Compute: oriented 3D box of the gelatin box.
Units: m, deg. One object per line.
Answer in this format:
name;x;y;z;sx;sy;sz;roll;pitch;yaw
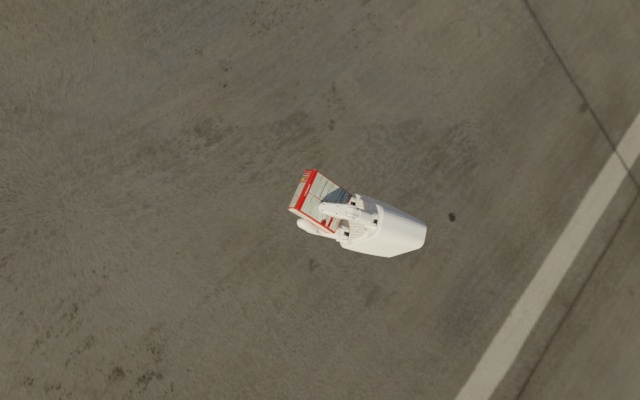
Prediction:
gelatin box;0.000;0.002;0.771;0.089;0.073;0.030;33;-17;-31
